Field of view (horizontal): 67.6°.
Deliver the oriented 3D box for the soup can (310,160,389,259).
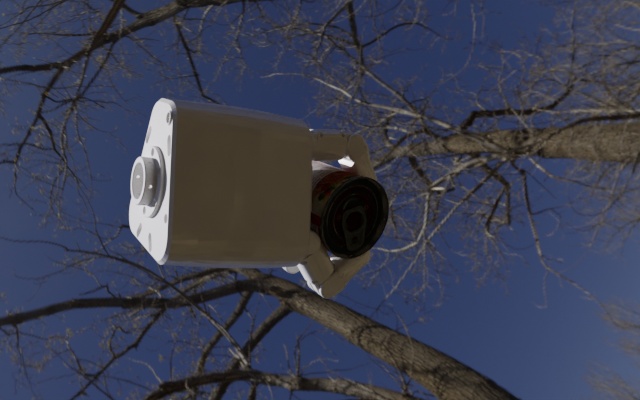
[{"bbox_3d":[0.000,0.001,0.416,0.068,0.068,0.102,0,15,-36],"label":"soup can"}]
